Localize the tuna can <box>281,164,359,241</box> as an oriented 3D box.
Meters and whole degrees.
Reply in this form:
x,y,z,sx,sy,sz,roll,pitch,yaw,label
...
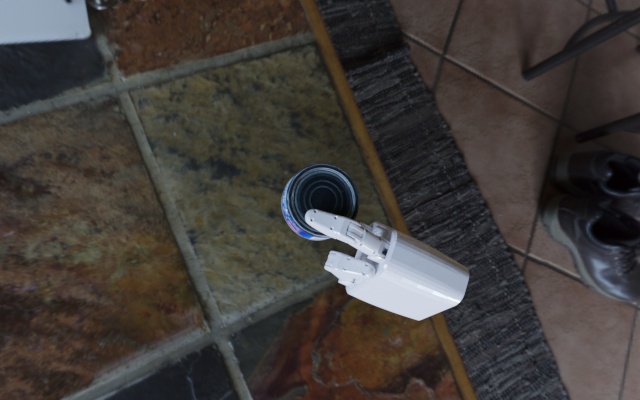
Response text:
x,y,z,sx,sy,sz,roll,pitch,yaw,label
0.000,0.002,0.544,0.086,0.086,0.034,0,-9,-14,tuna can
